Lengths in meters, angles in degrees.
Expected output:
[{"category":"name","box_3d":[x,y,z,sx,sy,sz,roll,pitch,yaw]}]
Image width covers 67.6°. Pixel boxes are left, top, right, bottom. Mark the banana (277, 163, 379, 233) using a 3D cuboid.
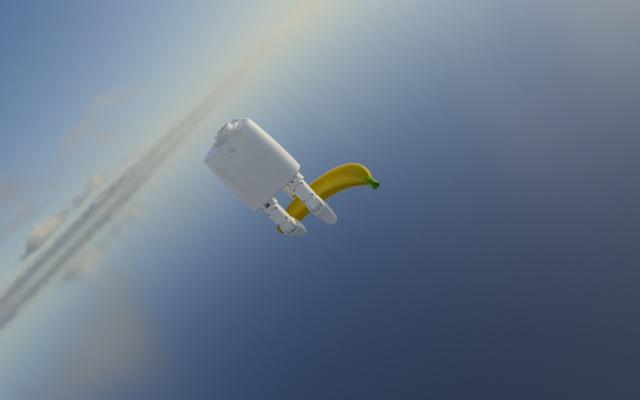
[{"category":"banana","box_3d":[0.005,-0.011,0.767,0.198,0.069,0.037,-28,-58,29]}]
